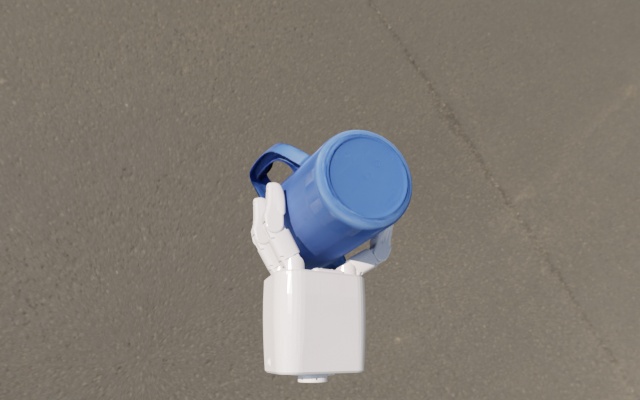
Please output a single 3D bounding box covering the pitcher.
[{"bbox_3d":[0.000,0.002,0.581,0.149,0.145,0.243,6,-18,-18],"label":"pitcher"}]
